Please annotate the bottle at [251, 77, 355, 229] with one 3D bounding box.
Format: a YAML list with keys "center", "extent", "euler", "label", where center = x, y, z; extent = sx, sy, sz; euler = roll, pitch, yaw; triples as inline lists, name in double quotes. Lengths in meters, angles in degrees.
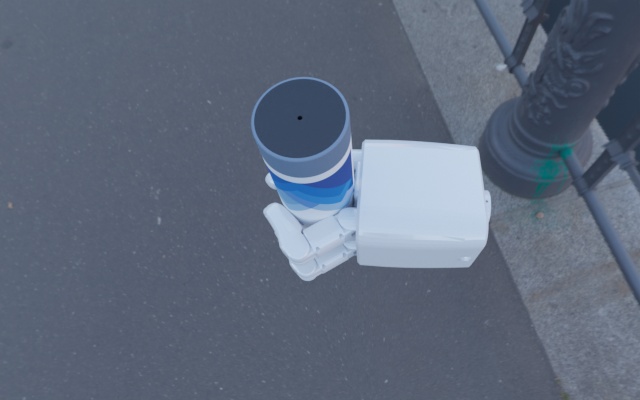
- center: [0.000, 0.001, 0.452]
  extent: [0.069, 0.069, 0.296]
  euler: [0, -23, 6]
  label: "bottle"
